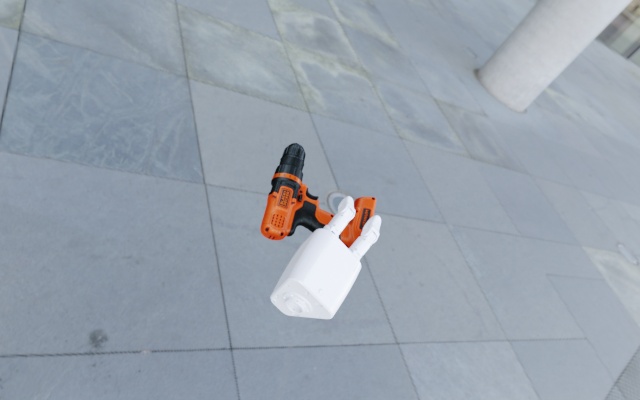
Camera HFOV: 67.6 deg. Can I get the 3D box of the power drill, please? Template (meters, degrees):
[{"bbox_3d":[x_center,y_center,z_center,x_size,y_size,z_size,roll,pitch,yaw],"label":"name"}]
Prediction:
[{"bbox_3d":[0.001,0.003,0.840,0.187,0.184,0.057,19,-24,-10],"label":"power drill"}]
